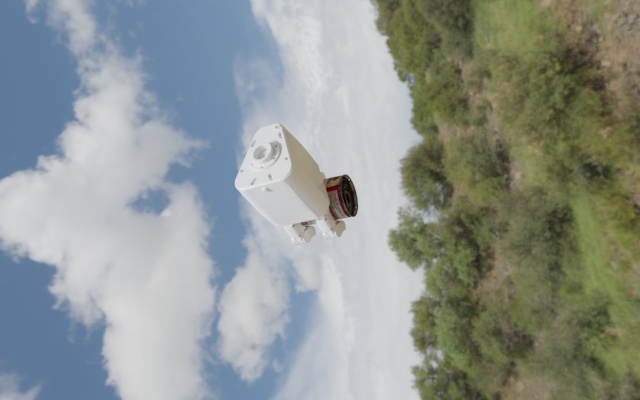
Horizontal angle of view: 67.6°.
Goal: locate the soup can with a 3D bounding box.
[{"bbox_3d":[0.000,0.003,0.756,0.102,0.068,0.068,-13,-5,23],"label":"soup can"}]
